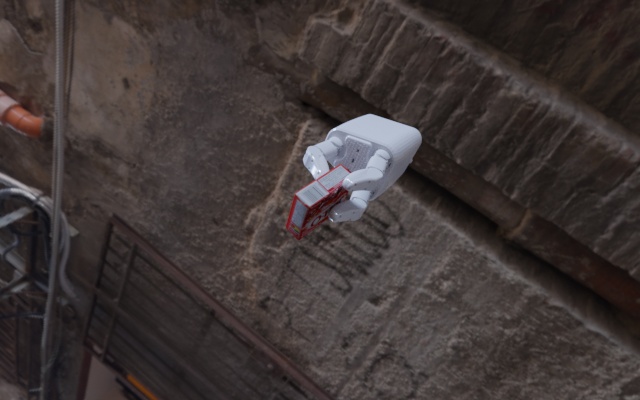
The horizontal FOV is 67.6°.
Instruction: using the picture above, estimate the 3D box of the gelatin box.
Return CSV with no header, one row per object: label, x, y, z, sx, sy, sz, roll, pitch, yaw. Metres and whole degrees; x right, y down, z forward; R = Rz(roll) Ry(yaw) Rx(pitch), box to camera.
gelatin box,0.000,0.002,0.621,0.089,0.030,0.073,-34,-22,-35
